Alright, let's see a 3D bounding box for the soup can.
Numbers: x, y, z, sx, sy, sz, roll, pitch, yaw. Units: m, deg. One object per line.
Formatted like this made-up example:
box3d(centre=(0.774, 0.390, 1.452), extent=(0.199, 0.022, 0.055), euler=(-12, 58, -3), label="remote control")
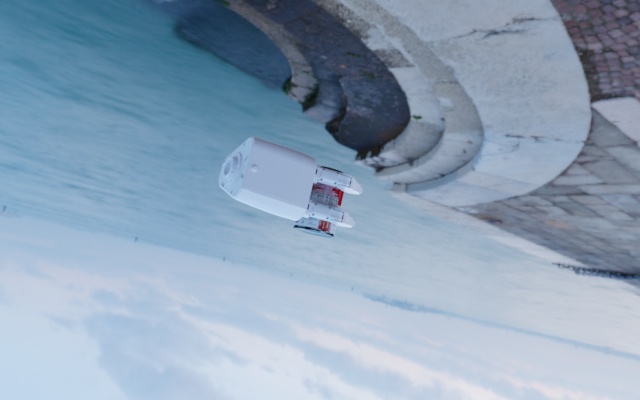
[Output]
box3d(centre=(0.000, 0.003, 0.762), extent=(0.068, 0.102, 0.068), euler=(13, -10, 2), label="soup can")
